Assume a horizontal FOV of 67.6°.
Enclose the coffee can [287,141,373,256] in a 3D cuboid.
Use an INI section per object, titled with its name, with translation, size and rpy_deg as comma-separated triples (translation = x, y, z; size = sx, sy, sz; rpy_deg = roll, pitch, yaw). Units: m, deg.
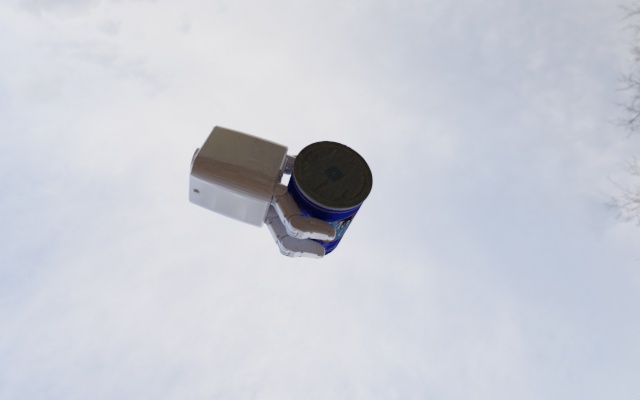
[coffee can]
translation = 0.000, 0.002, 0.649
size = 0.103, 0.102, 0.140
rpy_deg = 0, -32, -17
